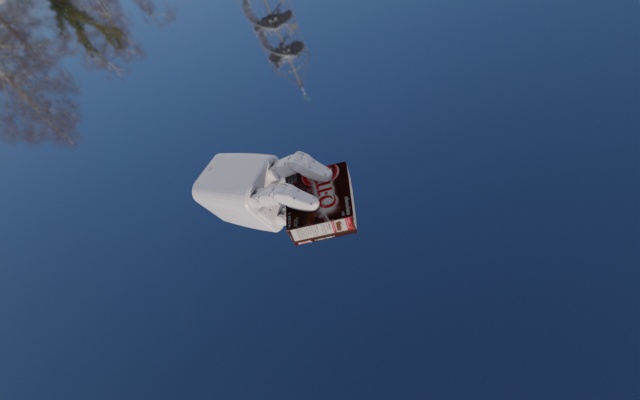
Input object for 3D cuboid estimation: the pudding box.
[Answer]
[{"bbox_3d":[0.000,0.002,0.651,0.090,0.113,0.039,-14,-45,8],"label":"pudding box"}]
